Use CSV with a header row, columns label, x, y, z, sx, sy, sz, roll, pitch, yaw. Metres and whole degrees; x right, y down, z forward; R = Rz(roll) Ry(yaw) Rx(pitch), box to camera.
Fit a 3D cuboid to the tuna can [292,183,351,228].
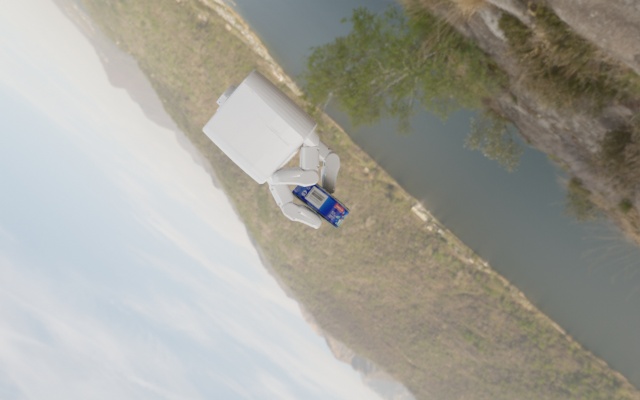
label,x,y,z,sx,sy,sz,roll,pitch,yaw
tuna can,0.000,0.003,0.693,0.086,0.034,0.086,38,-2,1
